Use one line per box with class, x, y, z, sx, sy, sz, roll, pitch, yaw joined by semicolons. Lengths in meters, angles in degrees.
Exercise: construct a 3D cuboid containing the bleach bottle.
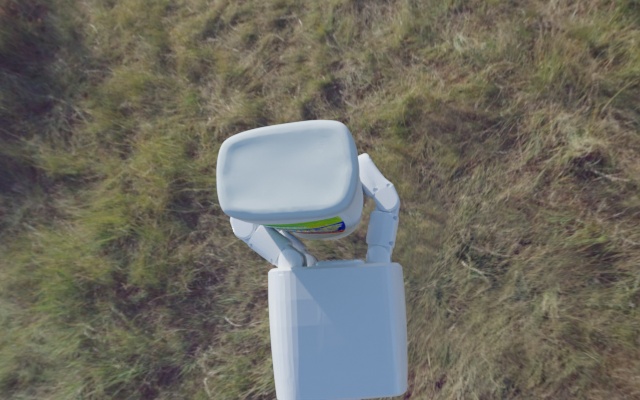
bleach bottle;0.000;0.001;0.436;0.102;0.068;0.251;-5;-11;12
